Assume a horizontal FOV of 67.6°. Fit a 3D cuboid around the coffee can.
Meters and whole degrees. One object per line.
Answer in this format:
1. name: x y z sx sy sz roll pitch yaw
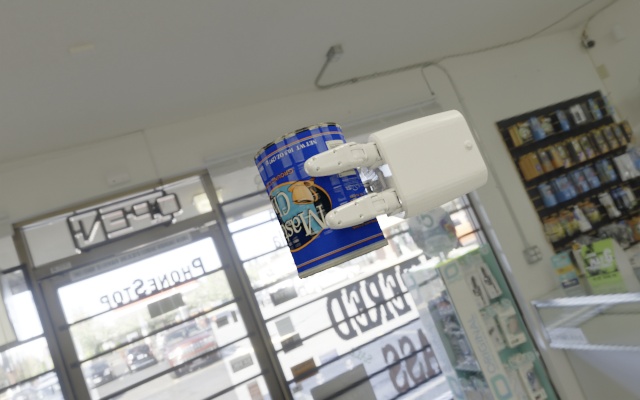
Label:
1. coffee can: 0.000 0.002 0.517 0.103 0.140 0.103 -21 -7 -3
